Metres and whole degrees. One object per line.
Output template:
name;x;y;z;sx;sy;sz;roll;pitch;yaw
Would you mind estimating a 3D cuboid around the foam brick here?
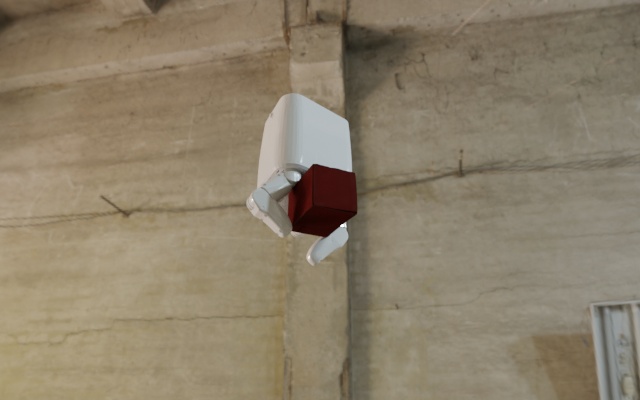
foam brick;0.000;0.002;0.531;0.053;0.051;0.078;12;-27;-22
